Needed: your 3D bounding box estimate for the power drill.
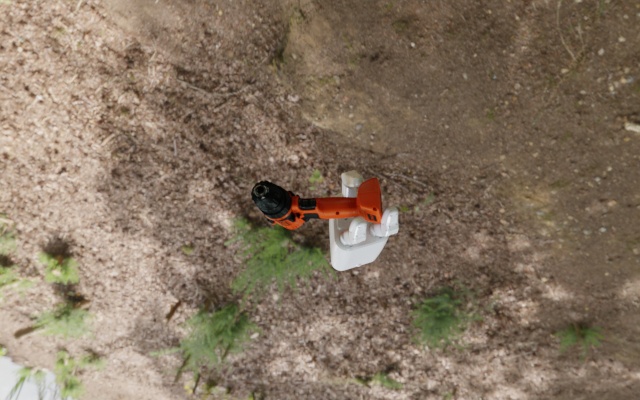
[{"bbox_3d":[0.001,0.003,0.746,0.187,0.057,0.184,-3,-13,11],"label":"power drill"}]
